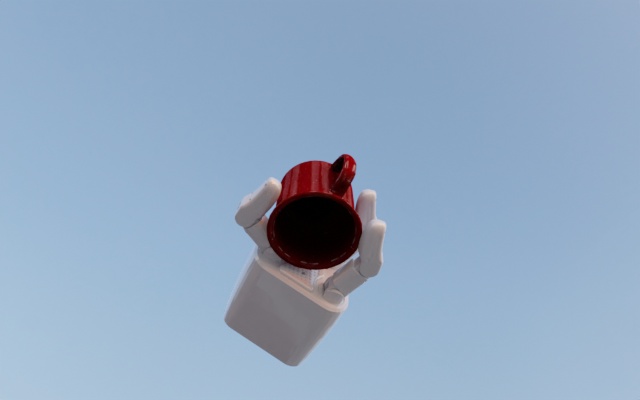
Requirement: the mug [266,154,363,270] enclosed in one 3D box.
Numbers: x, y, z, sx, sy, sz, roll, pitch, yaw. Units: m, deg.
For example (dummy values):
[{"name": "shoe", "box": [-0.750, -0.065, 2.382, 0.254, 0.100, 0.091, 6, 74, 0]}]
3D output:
[{"name": "mug", "box": [0.001, 0.000, 0.488, 0.093, 0.117, 0.081, 24, 29, -14]}]
